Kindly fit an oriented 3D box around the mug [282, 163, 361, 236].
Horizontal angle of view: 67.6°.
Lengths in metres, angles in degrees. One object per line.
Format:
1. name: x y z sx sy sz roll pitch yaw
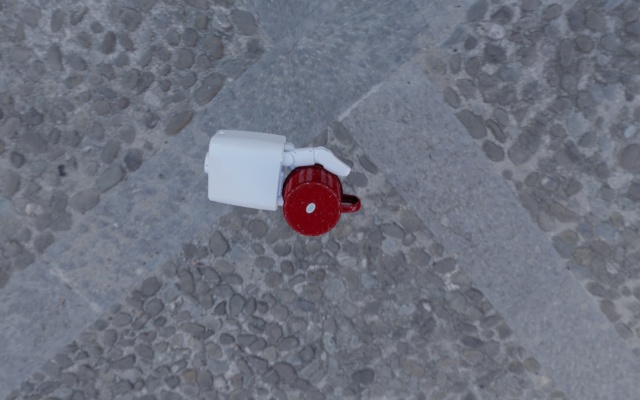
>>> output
1. mug: 0.002 0.003 0.688 0.117 0.093 0.081 7 18 -3
